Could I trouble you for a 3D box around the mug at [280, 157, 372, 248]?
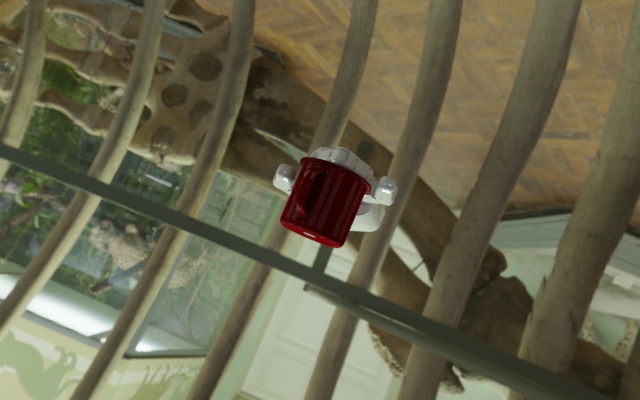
[{"bbox_3d":[0.000,0.002,0.554,0.093,0.081,0.117,19,-11,20],"label":"mug"}]
